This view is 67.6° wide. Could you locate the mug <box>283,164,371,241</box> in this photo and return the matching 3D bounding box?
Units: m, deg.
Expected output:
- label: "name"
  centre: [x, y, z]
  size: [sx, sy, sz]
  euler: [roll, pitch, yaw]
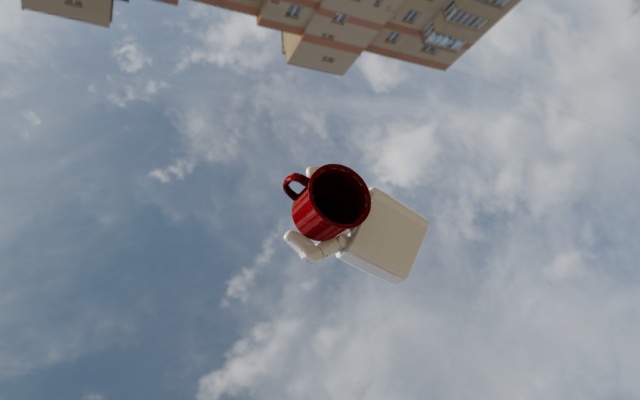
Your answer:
- label: "mug"
  centre: [-0.001, 0.002, 0.660]
  size: [0.117, 0.093, 0.081]
  euler: [29, -31, -13]
